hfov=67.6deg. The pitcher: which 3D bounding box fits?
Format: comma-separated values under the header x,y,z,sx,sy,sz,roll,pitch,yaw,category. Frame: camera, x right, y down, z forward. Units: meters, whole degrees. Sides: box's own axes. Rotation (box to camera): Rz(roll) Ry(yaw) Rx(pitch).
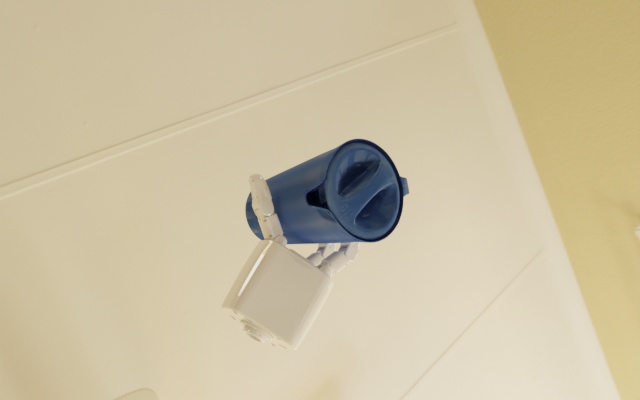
x,y,z,sx,sy,sz,roll,pitch,yaw,category
0.000,0.002,0.699,0.149,0.145,0.243,41,-29,-24,pitcher
